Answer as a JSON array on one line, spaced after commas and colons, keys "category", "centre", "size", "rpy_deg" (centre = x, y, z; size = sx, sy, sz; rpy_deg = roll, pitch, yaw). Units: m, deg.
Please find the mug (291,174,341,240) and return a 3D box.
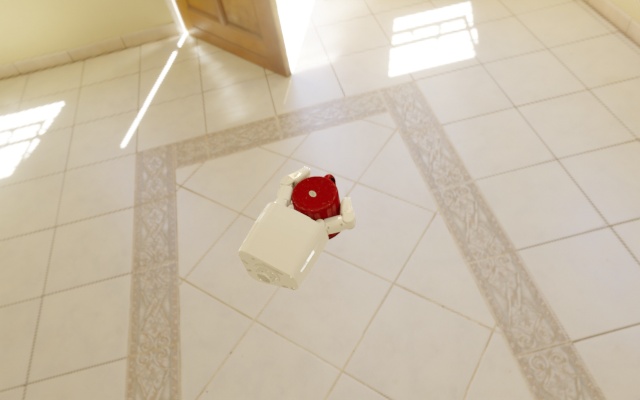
[{"category": "mug", "centre": [0.001, 0.002, 0.845], "size": [0.093, 0.117, 0.082], "rpy_deg": [17, -34, 22]}]
